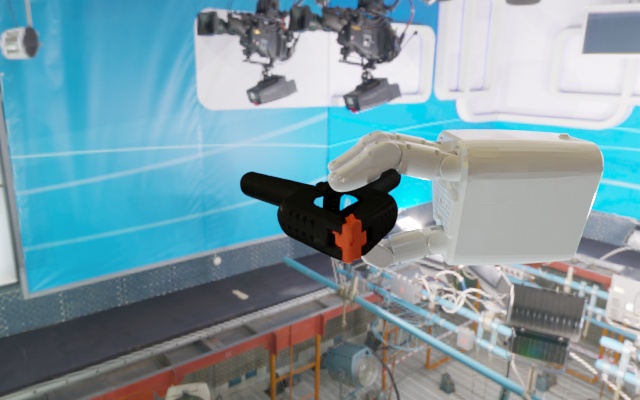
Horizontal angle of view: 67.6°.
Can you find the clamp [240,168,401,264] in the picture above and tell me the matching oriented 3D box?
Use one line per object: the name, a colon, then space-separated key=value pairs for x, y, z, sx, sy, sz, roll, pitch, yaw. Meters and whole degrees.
clamp: x=0.000 y=0.002 z=0.408 sx=0.164 sy=0.036 sz=0.210 roll=-2 pitch=15 yaw=1
